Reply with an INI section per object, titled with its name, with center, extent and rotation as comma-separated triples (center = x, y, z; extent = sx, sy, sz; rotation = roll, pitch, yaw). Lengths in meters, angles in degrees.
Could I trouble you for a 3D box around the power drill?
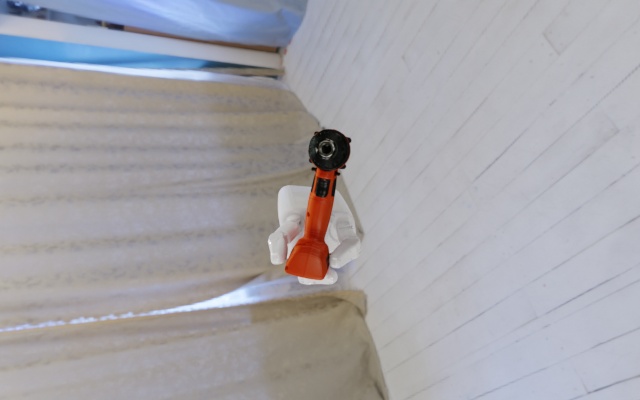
[power drill]
center = 0.000, 0.002, 0.613
extent = 0.057, 0.187, 0.184
rotation = 13, 6, 4
